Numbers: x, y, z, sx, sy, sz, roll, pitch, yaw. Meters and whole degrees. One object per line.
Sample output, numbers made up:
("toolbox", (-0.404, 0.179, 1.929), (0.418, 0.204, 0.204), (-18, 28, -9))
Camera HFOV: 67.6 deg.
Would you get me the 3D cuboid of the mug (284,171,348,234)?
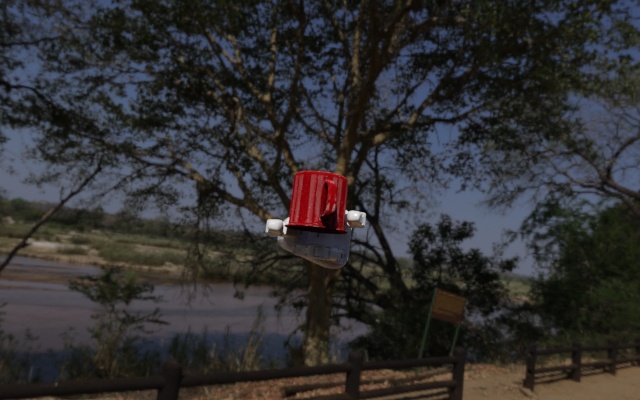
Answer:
("mug", (0.000, 0.002, 0.694), (0.093, 0.081, 0.117), (8, -9, -12))
